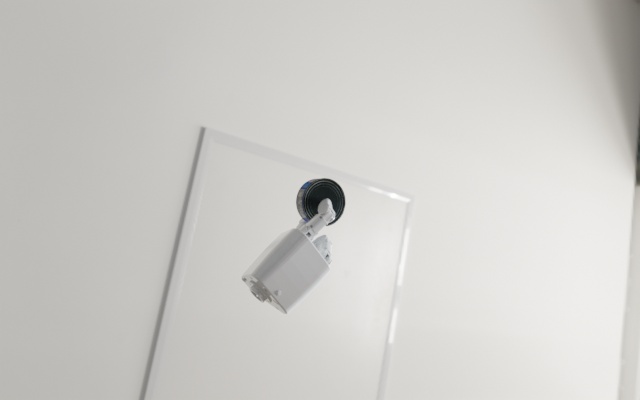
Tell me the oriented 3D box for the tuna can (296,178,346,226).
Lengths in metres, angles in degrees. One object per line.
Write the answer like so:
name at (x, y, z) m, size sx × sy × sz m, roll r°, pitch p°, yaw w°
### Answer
tuna can at (0.000, 0.003, 0.854) m, size 0.086 × 0.086 × 0.034 m, roll 0°, pitch 2°, yaw -28°
